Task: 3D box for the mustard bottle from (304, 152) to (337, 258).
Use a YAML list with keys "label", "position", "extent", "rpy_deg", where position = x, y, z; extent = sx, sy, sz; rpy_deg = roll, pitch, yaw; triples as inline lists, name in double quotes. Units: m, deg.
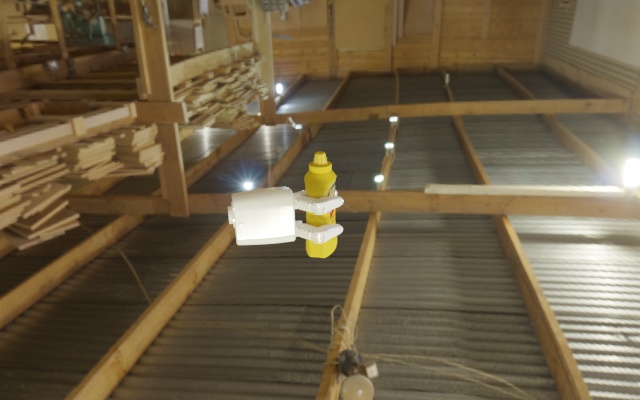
- label: "mustard bottle"
  position: [0.000, 0.003, 0.891]
  extent: [0.058, 0.192, 0.096]
  rpy_deg: [4, 23, 12]
